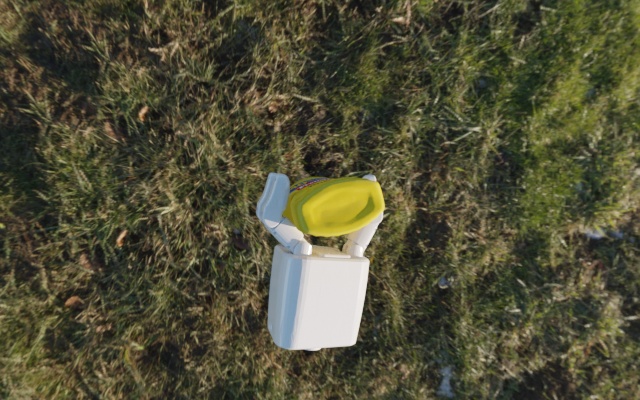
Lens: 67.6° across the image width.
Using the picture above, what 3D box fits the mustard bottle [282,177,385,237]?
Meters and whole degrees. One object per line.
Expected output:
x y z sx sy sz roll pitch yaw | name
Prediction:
0.000 0.002 0.580 0.096 0.058 0.191 -17 7 -12 | mustard bottle
